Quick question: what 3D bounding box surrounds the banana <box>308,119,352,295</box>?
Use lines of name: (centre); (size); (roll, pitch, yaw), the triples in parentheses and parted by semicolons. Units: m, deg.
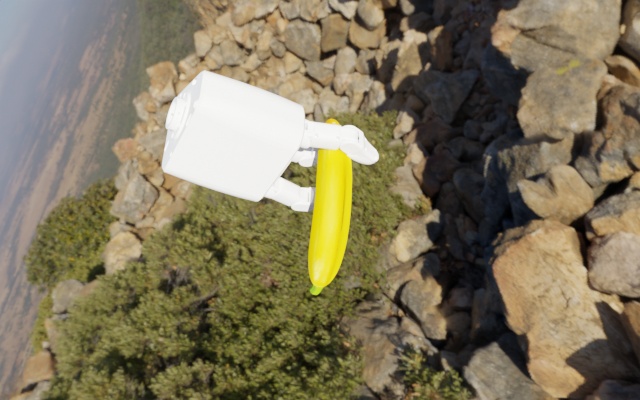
banana: (0.007, 0.005, 0.507); (0.037, 0.198, 0.069); (9, -4, -23)
